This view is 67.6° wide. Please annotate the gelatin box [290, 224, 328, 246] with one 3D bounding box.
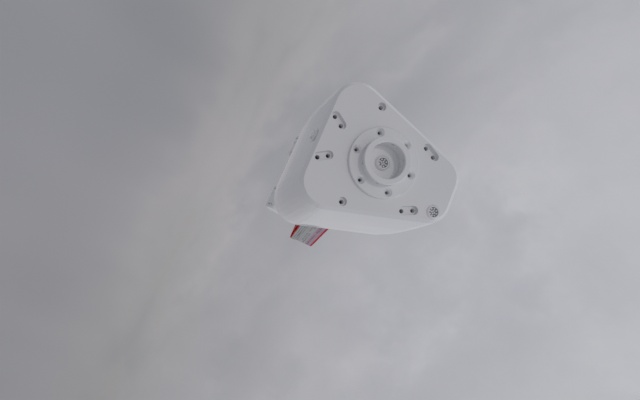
[{"bbox_3d":[0.000,0.002,0.510,0.030,0.073,0.089,24,-24,-5],"label":"gelatin box"}]
